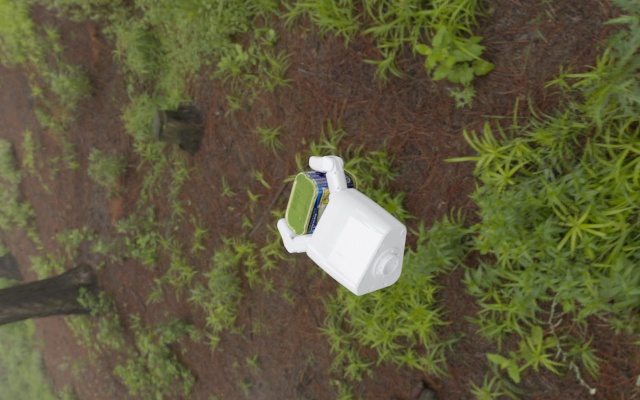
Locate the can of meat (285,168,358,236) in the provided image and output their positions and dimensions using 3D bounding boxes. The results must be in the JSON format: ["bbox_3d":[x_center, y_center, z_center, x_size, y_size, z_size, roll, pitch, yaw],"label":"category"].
[{"bbox_3d":[0.000,0.002,0.735,0.084,0.102,0.057,-8,35,-40],"label":"can of meat"}]
